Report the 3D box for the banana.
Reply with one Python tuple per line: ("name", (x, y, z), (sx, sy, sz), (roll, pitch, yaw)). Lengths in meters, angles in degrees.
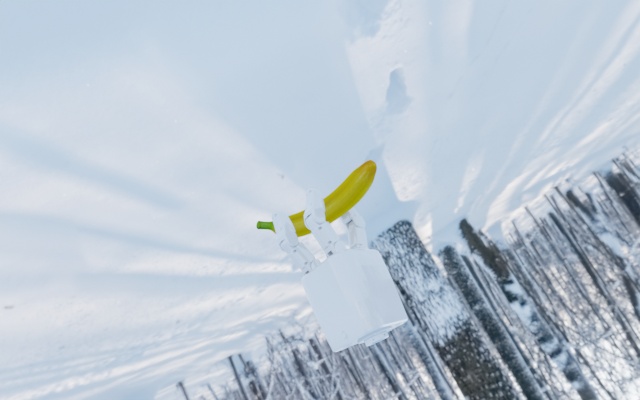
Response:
("banana", (0.006, 0.009, 0.686), (0.198, 0.037, 0.070), (-30, -27, 18))
